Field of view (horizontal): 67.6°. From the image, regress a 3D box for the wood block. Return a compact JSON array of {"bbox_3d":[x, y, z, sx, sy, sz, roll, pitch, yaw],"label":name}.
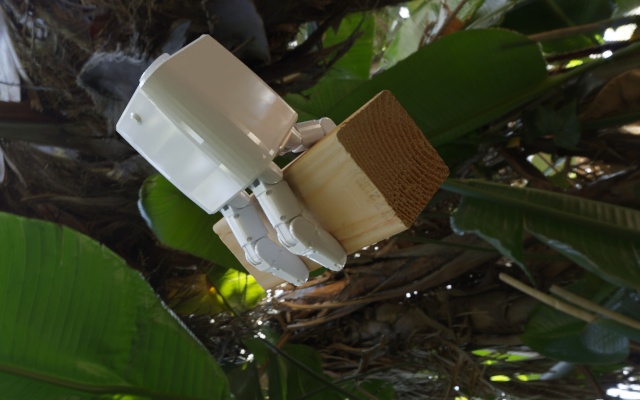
[{"bbox_3d":[0.000,0.001,0.440,0.206,0.090,0.090,-31,10,47],"label":"wood block"}]
